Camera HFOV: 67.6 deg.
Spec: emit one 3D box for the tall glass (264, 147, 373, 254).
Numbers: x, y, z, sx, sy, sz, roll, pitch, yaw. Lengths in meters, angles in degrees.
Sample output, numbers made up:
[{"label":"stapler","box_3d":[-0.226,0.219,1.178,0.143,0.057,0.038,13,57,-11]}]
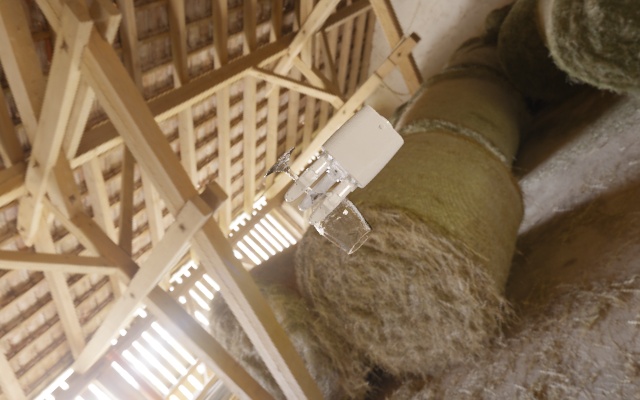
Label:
[{"label":"tall glass","box_3d":[0.000,0.002,0.829,0.201,0.079,0.079,45,1,-1]}]
